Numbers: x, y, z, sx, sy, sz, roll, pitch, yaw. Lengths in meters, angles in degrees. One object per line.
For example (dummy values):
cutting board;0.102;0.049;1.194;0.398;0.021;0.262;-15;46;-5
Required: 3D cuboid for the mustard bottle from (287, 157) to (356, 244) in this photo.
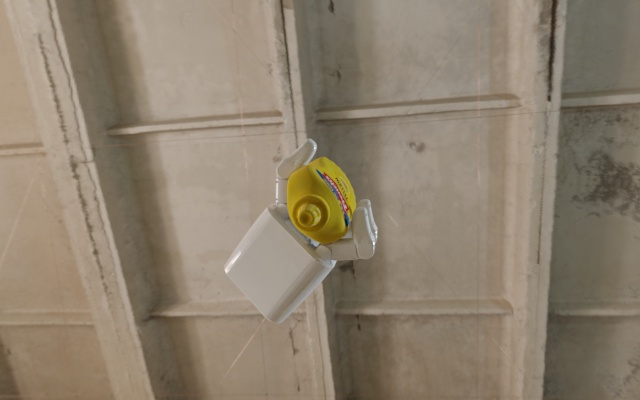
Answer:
mustard bottle;0.000;0.002;0.582;0.058;0.096;0.191;-26;5;13
